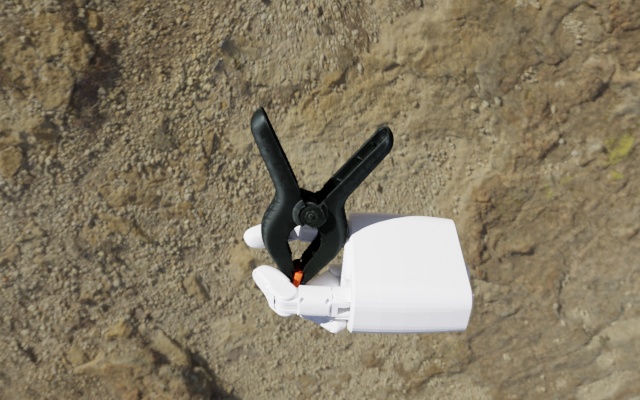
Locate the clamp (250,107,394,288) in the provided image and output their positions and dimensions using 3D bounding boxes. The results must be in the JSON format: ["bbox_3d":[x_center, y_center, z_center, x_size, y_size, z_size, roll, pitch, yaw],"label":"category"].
[{"bbox_3d":[0.000,0.002,0.426,0.120,0.172,0.039,2,29,-2],"label":"clamp"}]
